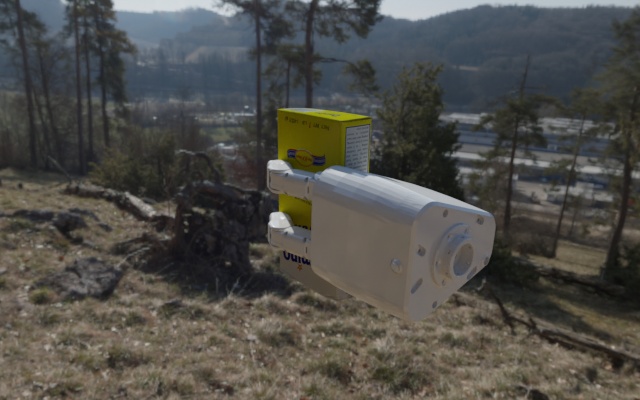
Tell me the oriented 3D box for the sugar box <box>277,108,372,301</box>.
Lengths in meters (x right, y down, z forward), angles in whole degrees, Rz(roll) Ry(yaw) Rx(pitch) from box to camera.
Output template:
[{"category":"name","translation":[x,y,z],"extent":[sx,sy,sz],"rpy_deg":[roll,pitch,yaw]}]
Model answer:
[{"category":"sugar box","translation":[0.000,0.002,0.470],"extent":[0.048,0.176,0.093],"rpy_deg":[-12,22,-40]}]
